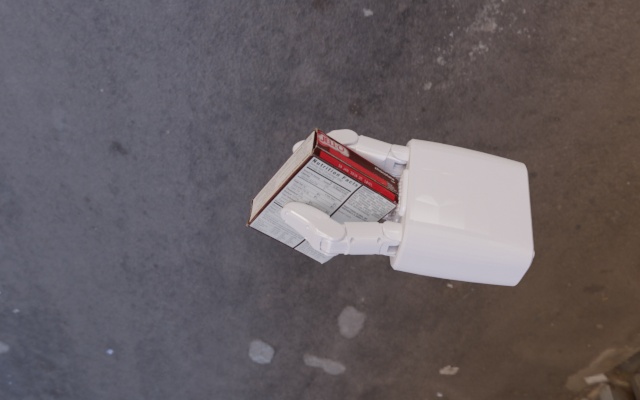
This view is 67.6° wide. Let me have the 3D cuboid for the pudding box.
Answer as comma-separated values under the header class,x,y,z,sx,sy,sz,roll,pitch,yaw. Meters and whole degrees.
class,x,y,z,sx,sy,sz,roll,pitch,yaw
pudding box,0.000,0.002,0.425,0.090,0.039,0.113,30,-51,-20
